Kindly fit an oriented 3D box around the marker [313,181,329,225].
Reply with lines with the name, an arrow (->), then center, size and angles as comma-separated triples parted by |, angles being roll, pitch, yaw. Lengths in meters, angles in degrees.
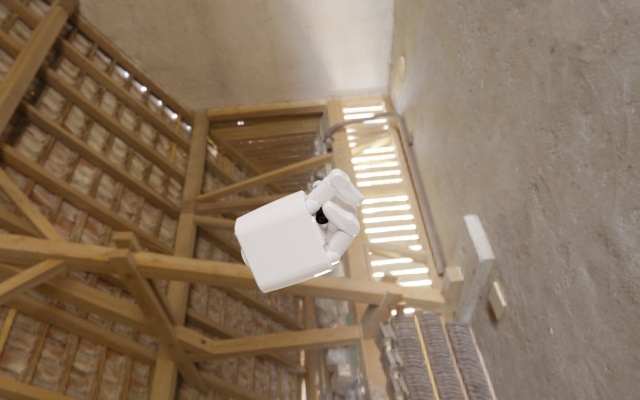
marker -> 0.000, 0.002, 0.688 | 0.020, 0.020, 0.121 | 0, 24, -3
